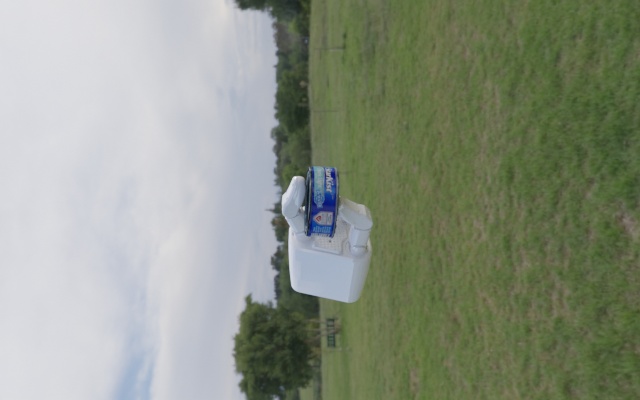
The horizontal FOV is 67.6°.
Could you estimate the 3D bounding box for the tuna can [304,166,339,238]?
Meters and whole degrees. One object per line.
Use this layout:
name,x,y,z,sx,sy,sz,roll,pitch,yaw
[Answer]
tuna can,0.000,0.002,0.573,0.034,0.086,0.086,3,0,-6
